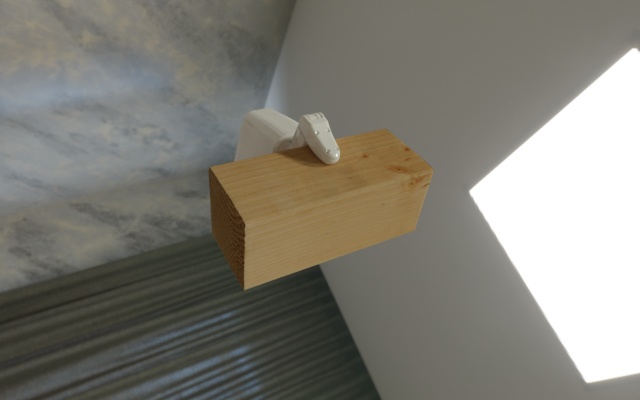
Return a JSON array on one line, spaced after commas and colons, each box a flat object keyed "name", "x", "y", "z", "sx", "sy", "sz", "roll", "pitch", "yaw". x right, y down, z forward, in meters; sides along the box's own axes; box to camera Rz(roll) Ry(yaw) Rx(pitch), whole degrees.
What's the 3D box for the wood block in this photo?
[{"name": "wood block", "x": 0.000, "y": 0.001, "z": 0.493, "sx": 0.206, "sy": 0.091, "sz": 0.090, "roll": -16, "pitch": 45, "yaw": -26}]
